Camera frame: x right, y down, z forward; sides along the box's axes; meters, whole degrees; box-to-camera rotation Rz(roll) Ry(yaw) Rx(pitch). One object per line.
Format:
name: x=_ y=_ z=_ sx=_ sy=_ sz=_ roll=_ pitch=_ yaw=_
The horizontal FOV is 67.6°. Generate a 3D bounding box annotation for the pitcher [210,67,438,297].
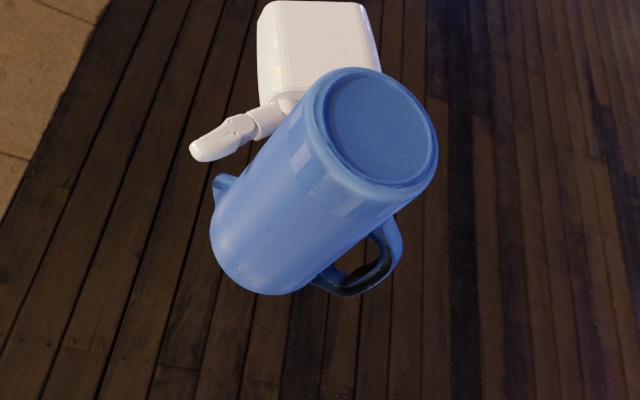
pitcher: x=0.000 y=0.001 z=0.427 sx=0.149 sy=0.145 sz=0.243 roll=2 pitch=-23 yaw=-25
